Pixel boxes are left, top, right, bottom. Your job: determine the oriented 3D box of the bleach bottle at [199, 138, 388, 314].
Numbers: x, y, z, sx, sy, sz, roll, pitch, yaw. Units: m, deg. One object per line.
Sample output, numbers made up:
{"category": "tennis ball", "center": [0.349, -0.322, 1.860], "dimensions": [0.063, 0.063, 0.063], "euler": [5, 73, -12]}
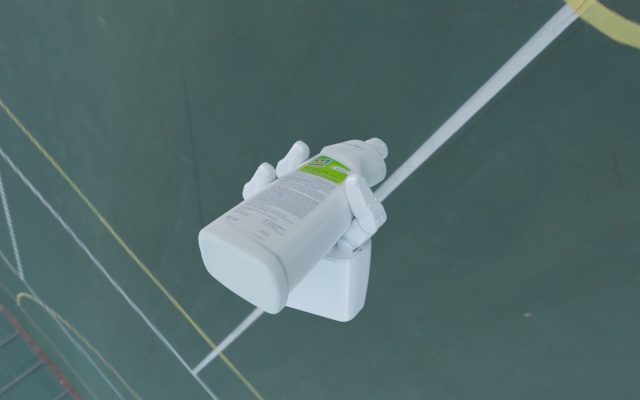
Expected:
{"category": "bleach bottle", "center": [0.000, 0.002, 0.497], "dimensions": [0.102, 0.068, 0.250], "euler": [24, 44, 29]}
